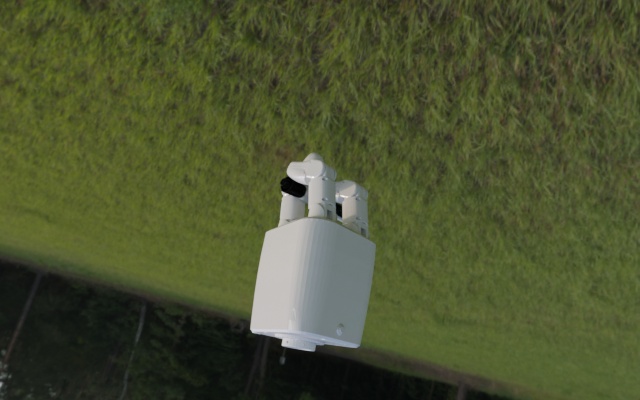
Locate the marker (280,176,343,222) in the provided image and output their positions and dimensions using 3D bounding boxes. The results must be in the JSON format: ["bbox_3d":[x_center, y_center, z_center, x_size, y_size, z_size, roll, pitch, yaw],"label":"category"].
[{"bbox_3d":[0.000,0.002,0.543,0.020,0.020,0.121,0,-21,44],"label":"marker"}]
